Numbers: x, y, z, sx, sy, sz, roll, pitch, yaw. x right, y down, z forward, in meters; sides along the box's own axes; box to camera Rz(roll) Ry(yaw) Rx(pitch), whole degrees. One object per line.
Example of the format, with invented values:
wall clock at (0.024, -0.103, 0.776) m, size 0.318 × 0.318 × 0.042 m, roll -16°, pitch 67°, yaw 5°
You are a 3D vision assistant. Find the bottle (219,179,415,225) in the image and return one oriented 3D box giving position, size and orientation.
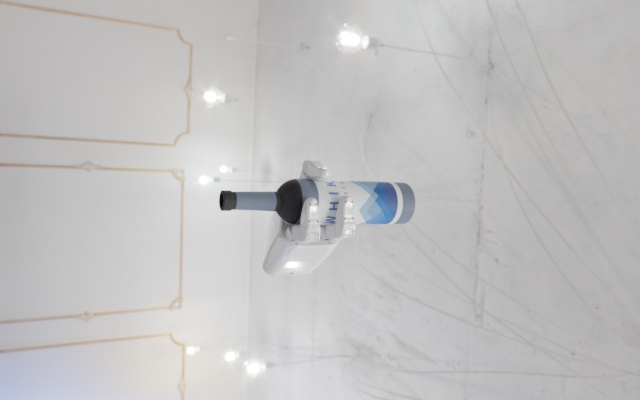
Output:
bottle at (0.000, 0.002, 0.700) m, size 0.296 × 0.069 × 0.069 m, roll 1°, pitch -1°, yaw -26°
